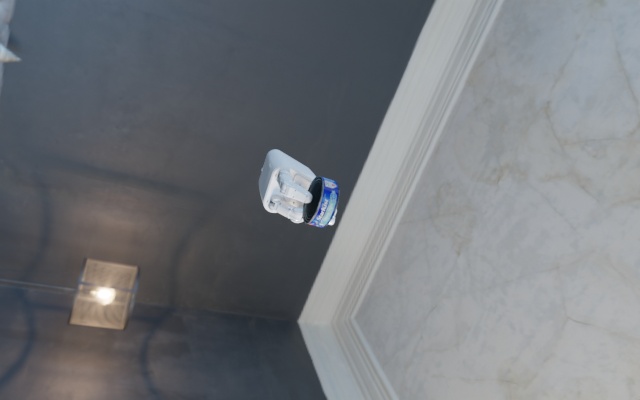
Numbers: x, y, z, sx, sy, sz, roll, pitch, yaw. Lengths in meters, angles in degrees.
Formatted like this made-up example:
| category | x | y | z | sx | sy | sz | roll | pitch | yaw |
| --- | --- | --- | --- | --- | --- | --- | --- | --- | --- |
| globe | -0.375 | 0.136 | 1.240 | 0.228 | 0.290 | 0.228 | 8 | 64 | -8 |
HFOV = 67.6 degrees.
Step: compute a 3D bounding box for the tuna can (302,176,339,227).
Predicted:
| category | x | y | z | sx | sy | sz | roll | pitch | yaw |
| --- | --- | --- | --- | --- | --- | --- | --- | --- | --- |
| tuna can | 0.001 | 0.003 | 0.828 | 0.034 | 0.086 | 0.086 | 16 | -5 | -19 |
